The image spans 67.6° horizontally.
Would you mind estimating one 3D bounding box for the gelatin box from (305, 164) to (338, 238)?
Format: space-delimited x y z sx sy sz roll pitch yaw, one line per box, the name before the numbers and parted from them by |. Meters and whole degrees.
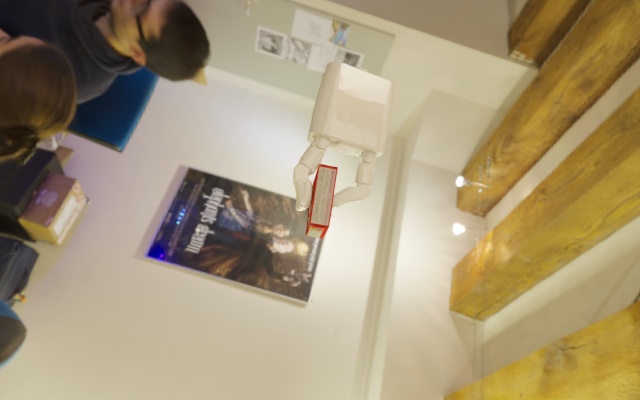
gelatin box | 0.001 0.003 0.671 0.030 0.089 0.073 9 -16 -4
